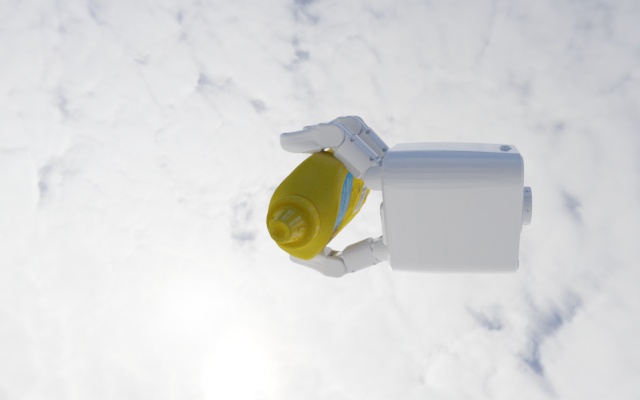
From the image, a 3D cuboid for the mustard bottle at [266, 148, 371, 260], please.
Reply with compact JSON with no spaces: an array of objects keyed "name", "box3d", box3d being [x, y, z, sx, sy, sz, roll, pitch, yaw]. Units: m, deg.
[{"name":"mustard bottle","box3d":[0.000,0.001,0.430,0.058,0.096,0.191,25,19,11]}]
